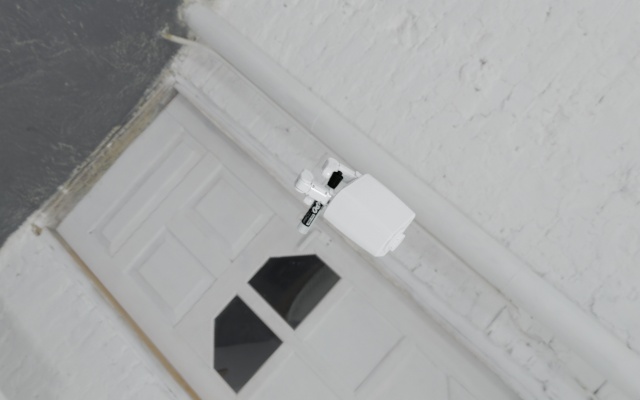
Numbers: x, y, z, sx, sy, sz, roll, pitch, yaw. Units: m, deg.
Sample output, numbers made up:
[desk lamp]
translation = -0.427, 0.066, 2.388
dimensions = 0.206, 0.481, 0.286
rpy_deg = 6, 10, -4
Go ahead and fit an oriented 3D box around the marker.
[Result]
[marker]
translation = 0.000, 0.002, 0.757
dimensions = 0.020, 0.121, 0.020
rpy_deg = 28, 22, -13
